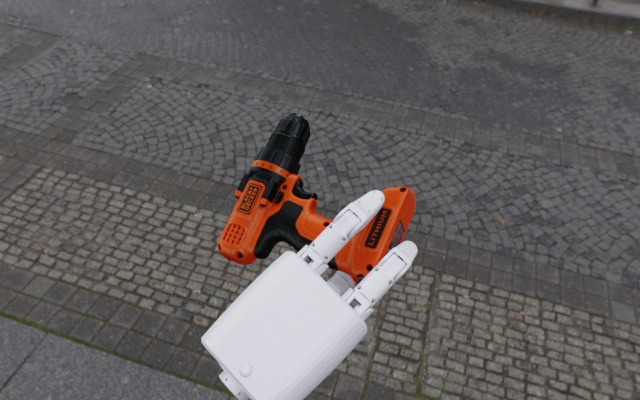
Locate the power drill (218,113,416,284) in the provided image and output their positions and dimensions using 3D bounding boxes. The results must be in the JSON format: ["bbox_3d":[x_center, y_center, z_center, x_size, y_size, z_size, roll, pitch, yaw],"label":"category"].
[{"bbox_3d":[0.000,0.002,0.507,0.187,0.184,0.057,16,-15,26],"label":"power drill"}]
